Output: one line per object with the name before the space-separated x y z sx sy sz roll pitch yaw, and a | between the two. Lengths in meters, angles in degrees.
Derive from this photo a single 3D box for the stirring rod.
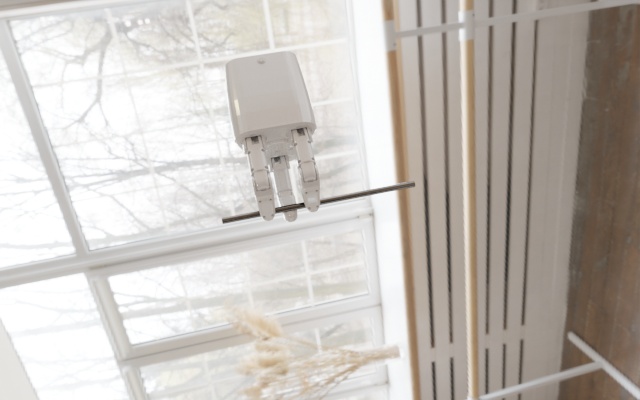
stirring rod | 0.000 0.002 0.583 0.239 0.011 0.011 -11 1 -7
